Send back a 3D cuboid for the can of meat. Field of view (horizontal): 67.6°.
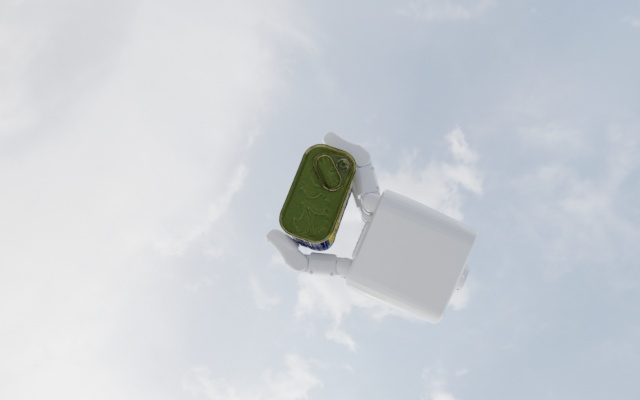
[{"bbox_3d":[0.000,0.002,0.521,0.057,0.102,0.084,19,-12,8],"label":"can of meat"}]
